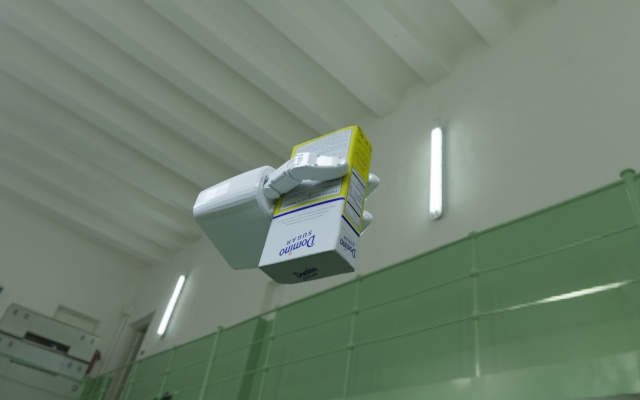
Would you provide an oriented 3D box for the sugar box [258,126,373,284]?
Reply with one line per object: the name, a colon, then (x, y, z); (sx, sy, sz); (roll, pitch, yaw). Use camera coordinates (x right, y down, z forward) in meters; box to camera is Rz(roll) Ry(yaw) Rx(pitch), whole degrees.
sugar box: (0.000, 0.002, 0.515); (0.093, 0.176, 0.048); (-16, -45, 31)
